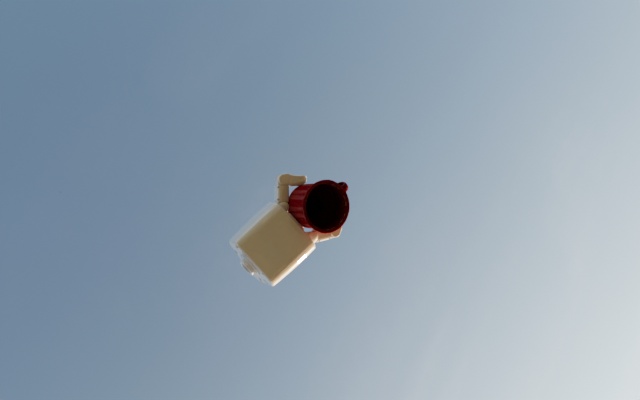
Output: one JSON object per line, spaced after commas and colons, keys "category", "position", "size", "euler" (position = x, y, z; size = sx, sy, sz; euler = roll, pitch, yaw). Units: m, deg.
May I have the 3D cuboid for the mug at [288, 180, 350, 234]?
{"category": "mug", "position": [0.001, 0.002, 0.861], "size": [0.117, 0.093, 0.081], "euler": [-42, 19, -22]}
